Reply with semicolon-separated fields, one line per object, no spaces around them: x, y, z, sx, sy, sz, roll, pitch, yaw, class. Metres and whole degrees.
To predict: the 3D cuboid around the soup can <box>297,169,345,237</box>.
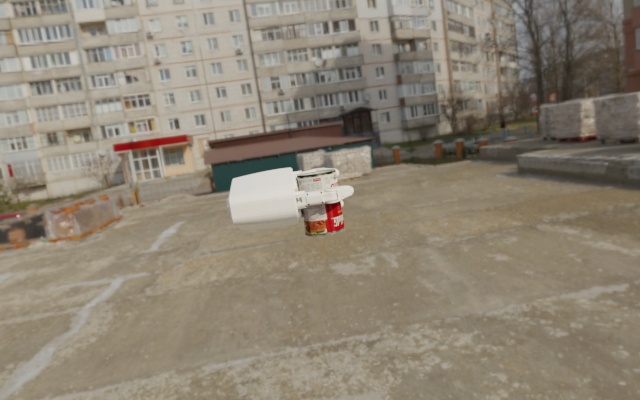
0.001;0.002;0.801;0.068;0.102;0.068;-8;8;1;soup can
